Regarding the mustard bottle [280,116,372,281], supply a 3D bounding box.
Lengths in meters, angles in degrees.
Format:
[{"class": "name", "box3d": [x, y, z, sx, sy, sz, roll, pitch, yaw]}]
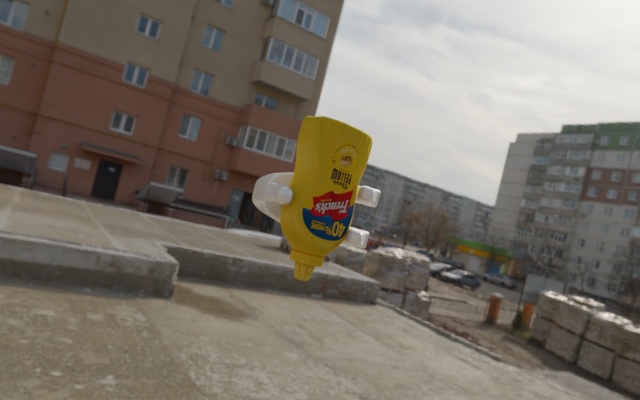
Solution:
[{"class": "mustard bottle", "box3d": [0.000, 0.002, 0.576, 0.096, 0.191, 0.058, 16, -2, -43]}]
